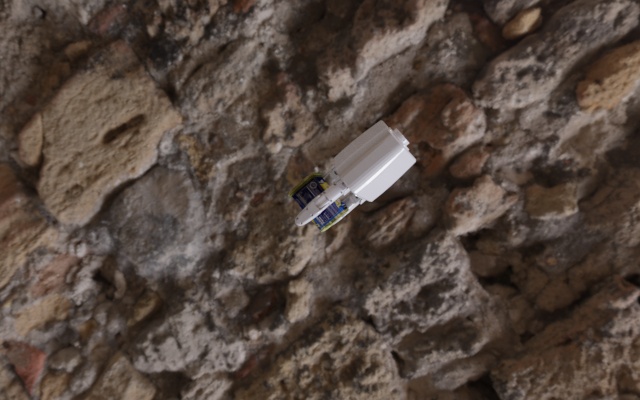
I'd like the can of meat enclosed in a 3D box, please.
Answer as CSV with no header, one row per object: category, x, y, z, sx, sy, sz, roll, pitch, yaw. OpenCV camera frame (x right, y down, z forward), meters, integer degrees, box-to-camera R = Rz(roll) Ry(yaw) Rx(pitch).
can of meat,0.000,0.003,0.804,0.057,0.084,0.102,-41,-4,9
